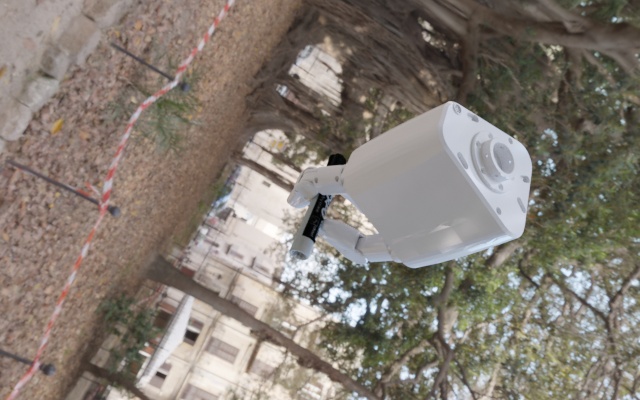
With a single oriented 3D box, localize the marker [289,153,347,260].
[{"bbox_3d":[0.000,0.002,0.456,0.020,0.121,0.020,16,-33,11],"label":"marker"}]
